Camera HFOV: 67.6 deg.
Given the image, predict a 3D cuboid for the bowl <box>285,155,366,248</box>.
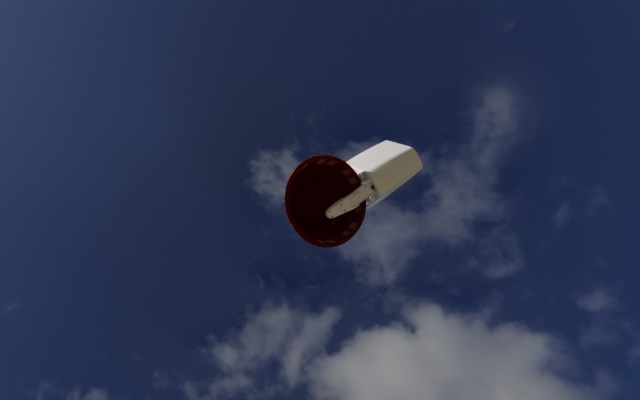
[{"bbox_3d":[-0.001,0.003,0.849,0.162,0.162,0.055,0,-4,-28],"label":"bowl"}]
